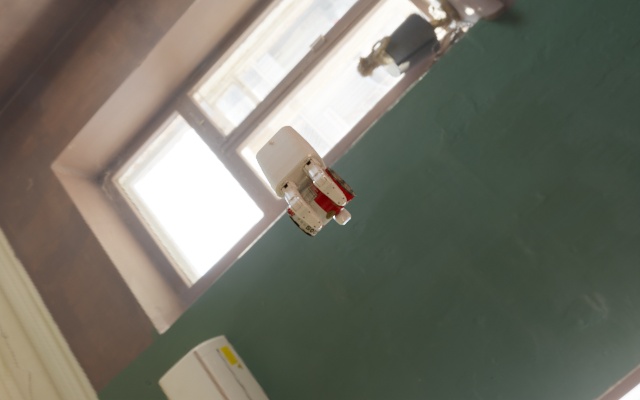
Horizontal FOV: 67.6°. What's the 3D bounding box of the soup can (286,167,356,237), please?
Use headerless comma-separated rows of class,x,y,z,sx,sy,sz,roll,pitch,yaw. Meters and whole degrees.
soup can,0.000,0.003,0.801,0.102,0.068,0.068,-45,-8,8
